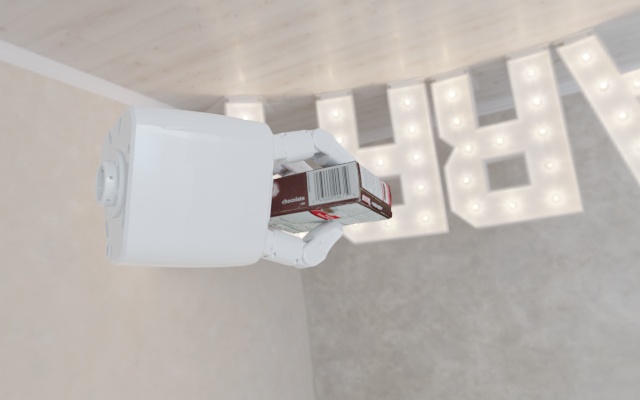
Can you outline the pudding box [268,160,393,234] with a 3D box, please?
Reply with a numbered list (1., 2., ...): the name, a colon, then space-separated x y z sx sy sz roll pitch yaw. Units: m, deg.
1. pudding box: 0.000 0.002 0.445 0.113 0.039 0.090 -9 -14 24
